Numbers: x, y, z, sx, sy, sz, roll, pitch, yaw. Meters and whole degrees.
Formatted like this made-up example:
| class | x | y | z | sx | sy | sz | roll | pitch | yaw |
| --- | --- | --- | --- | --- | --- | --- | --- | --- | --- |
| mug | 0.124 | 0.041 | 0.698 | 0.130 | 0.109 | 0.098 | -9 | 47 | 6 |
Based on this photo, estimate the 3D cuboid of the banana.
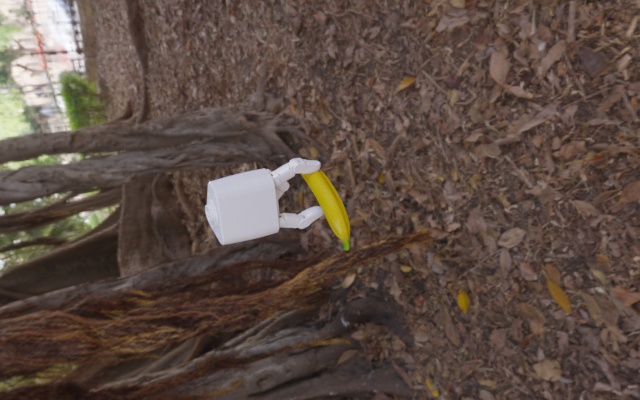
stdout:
| class | x | y | z | sx | sy | sz | roll | pitch | yaw |
| --- | --- | --- | --- | --- | --- | --- | --- | --- | --- |
| banana | 0.007 | -0.004 | 0.876 | 0.037 | 0.197 | 0.070 | -14 | -26 | -26 |
